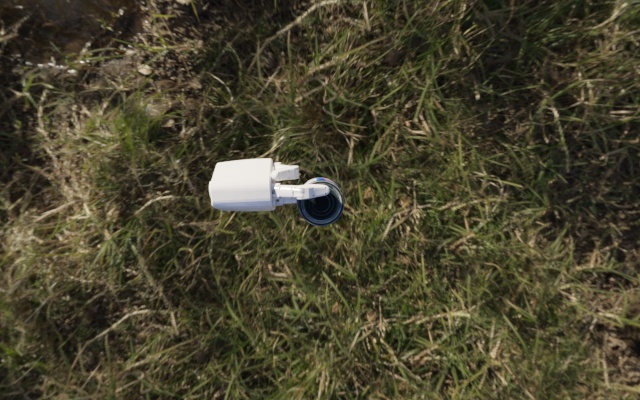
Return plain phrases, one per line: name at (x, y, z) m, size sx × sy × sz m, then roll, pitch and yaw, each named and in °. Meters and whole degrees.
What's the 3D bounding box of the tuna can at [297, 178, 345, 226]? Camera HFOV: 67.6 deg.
tuna can at (0.000, 0.003, 0.863) m, size 0.086 × 0.086 × 0.033 m, roll 0°, pitch 9°, yaw -5°
